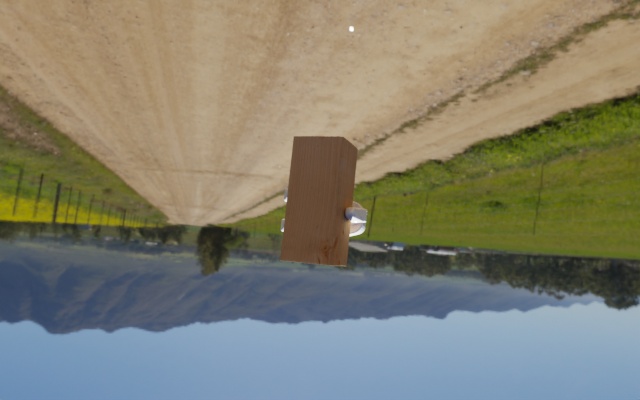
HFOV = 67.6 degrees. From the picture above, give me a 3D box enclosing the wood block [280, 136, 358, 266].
[{"bbox_3d":[0.001,0.003,0.803,0.091,0.206,0.090,3,-7,21],"label":"wood block"}]
